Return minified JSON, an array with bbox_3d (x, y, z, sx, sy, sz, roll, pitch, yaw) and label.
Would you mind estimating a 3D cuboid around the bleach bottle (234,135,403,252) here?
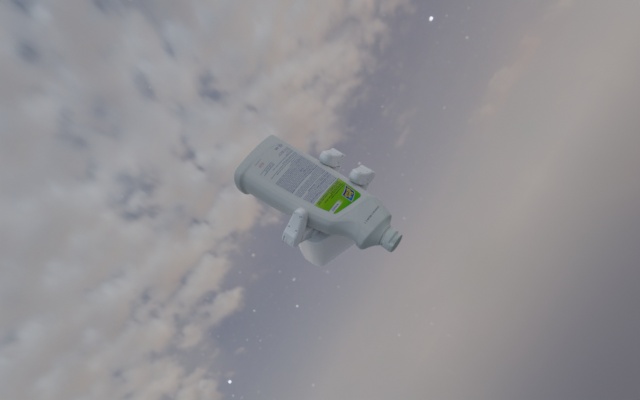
[{"bbox_3d":[0.000,0.002,0.693,0.250,0.102,0.068,32,-21,20],"label":"bleach bottle"}]
